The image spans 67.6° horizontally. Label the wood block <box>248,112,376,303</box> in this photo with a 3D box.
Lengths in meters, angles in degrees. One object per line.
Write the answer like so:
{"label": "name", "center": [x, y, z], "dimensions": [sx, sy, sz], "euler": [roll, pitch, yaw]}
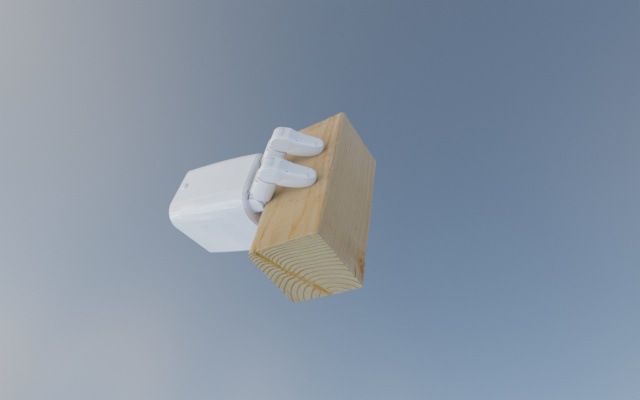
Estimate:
{"label": "wood block", "center": [0.000, 0.002, 0.557], "dimensions": [0.090, 0.206, 0.091], "euler": [-19, -53, 27]}
